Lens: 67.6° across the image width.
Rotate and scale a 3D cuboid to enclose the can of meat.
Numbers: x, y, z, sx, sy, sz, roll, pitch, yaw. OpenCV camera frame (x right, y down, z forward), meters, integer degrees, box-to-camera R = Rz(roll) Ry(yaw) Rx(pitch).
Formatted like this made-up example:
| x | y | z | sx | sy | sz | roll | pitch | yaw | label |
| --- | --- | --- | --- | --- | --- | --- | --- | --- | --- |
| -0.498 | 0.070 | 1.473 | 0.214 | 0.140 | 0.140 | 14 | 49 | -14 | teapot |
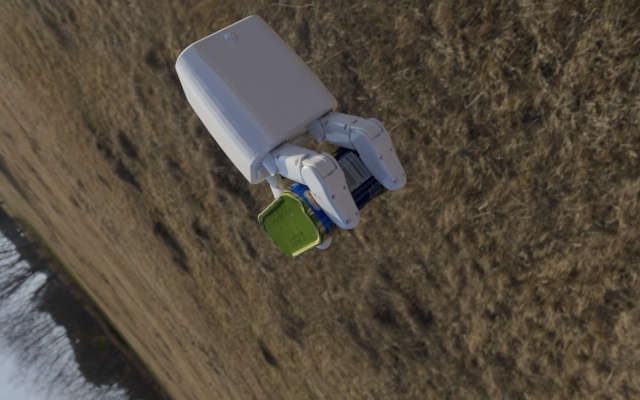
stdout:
| x | y | z | sx | sy | sz | roll | pitch | yaw | label |
| --- | --- | --- | --- | --- | --- | --- | --- | --- | --- |
| 0.000 | 0.002 | 0.422 | 0.084 | 0.057 | 0.102 | -38 | 0 | -28 | can of meat |
